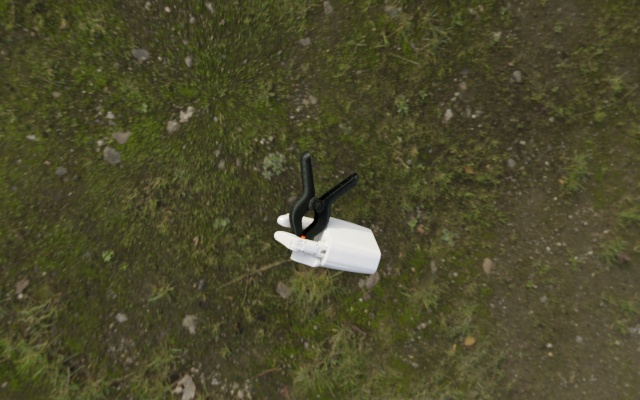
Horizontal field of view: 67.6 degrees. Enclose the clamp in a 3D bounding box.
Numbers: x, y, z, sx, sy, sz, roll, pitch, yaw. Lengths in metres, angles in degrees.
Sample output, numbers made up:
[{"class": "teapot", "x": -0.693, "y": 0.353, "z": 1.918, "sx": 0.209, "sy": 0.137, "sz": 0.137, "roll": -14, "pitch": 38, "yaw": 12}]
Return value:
[{"class": "clamp", "x": 0.000, "y": 0.003, "z": 0.885, "sx": 0.120, "sy": 0.171, "sz": 0.039, "roll": 14, "pitch": 9, "yaw": -16}]
